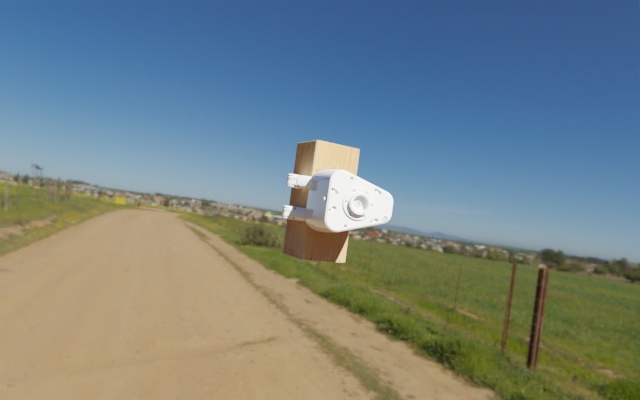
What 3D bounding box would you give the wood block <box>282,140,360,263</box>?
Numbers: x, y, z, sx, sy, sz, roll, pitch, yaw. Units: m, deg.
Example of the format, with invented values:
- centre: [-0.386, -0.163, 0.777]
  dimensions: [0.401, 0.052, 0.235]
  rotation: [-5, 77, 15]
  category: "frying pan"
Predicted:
- centre: [0.001, 0.003, 0.869]
  dimensions: [0.091, 0.206, 0.090]
  rotation: [9, -2, -27]
  category: "wood block"
